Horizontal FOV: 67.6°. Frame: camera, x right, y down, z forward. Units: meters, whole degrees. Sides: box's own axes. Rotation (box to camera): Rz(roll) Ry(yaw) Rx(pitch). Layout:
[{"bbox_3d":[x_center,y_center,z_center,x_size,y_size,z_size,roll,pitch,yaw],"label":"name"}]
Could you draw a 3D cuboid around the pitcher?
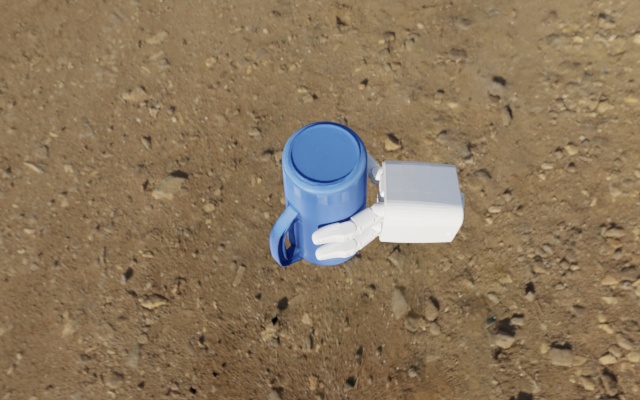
[{"bbox_3d":[0.000,0.002,0.695,0.145,0.149,0.243,3,-26,3],"label":"pitcher"}]
